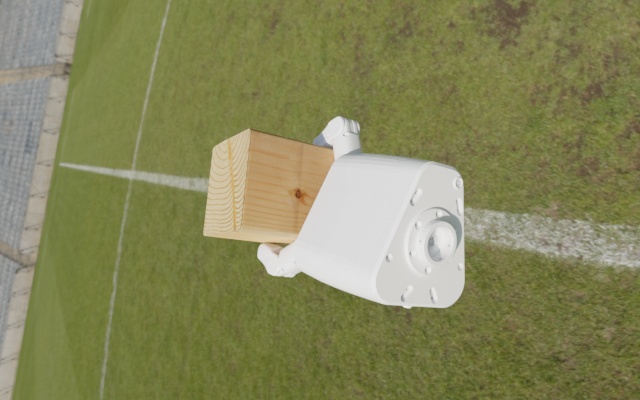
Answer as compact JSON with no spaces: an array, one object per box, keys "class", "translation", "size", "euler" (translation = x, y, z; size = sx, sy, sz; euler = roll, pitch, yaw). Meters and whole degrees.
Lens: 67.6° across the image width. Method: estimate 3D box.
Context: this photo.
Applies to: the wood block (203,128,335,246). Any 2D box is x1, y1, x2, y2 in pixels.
[{"class":"wood block","translation":[0.000,0.001,0.483],"size":[0.206,0.091,0.090],"euler":[11,-12,-32]}]
